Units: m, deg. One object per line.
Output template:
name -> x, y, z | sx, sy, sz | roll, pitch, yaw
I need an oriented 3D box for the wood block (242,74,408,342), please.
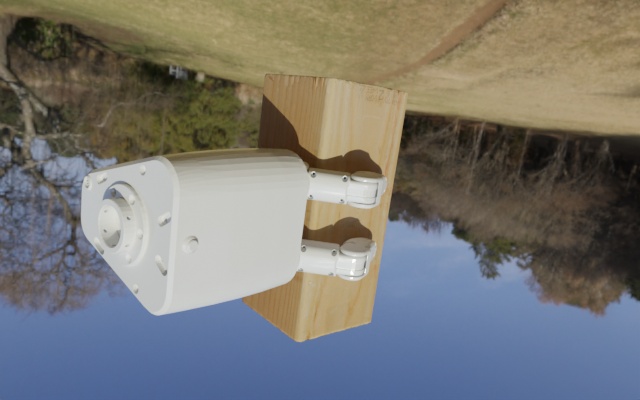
wood block -> 0.000, 0.001, 0.418 | 0.090, 0.206, 0.091 | -2, 15, -41
